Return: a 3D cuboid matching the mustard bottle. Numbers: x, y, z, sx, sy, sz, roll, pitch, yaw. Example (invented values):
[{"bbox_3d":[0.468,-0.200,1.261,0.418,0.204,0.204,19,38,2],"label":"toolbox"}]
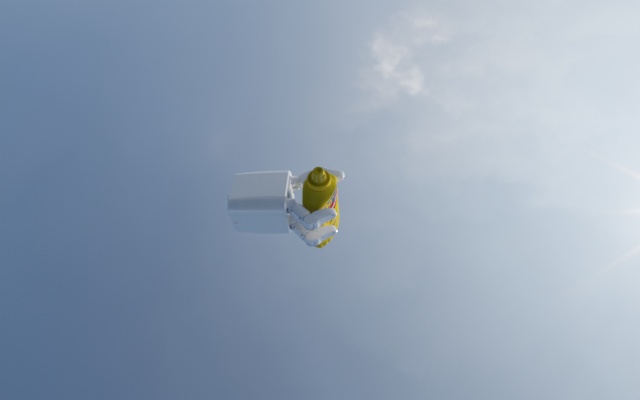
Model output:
[{"bbox_3d":[0.000,0.003,0.886,0.058,0.096,0.192,20,-31,16],"label":"mustard bottle"}]
